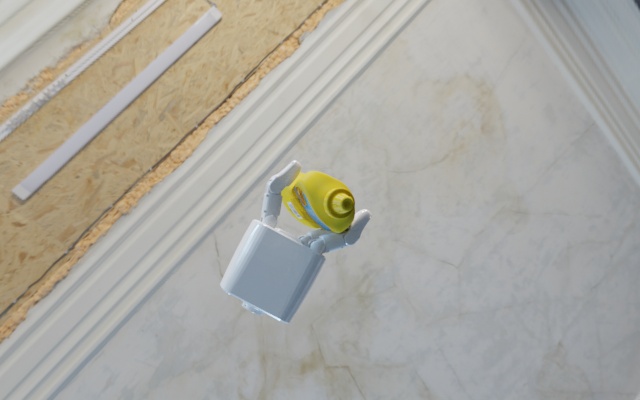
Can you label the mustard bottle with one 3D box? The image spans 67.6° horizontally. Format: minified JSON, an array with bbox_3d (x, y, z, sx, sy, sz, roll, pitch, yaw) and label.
[{"bbox_3d":[0.000,0.002,0.685,0.058,0.096,0.191,-38,14,-15],"label":"mustard bottle"}]
